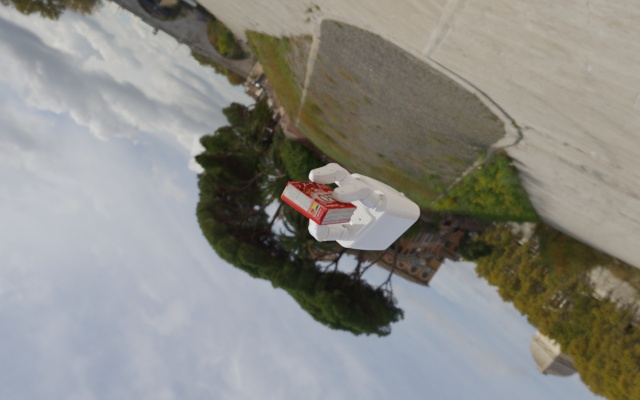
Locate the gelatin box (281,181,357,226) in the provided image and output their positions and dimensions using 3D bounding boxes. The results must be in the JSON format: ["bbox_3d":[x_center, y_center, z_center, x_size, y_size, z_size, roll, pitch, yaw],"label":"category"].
[{"bbox_3d":[0.000,0.003,0.670,0.073,0.030,0.089,35,18,26],"label":"gelatin box"}]
